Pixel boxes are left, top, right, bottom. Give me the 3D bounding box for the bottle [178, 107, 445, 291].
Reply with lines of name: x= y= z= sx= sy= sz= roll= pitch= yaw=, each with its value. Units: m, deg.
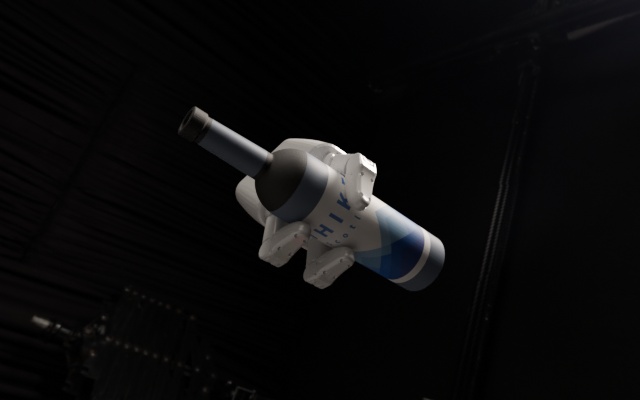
bottle: x=0.000 y=0.002 z=0.463 sx=0.296 sy=0.069 sz=0.069 roll=31 pitch=-16 yaw=-27
